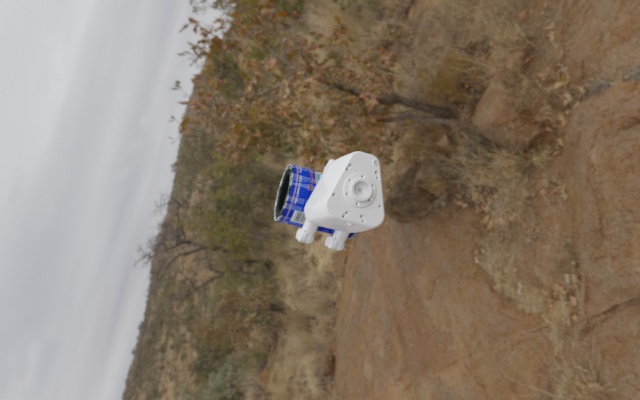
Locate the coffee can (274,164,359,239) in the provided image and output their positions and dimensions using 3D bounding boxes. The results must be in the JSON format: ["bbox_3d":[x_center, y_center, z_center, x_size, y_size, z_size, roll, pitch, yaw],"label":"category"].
[{"bbox_3d":[0.000,0.003,0.833,0.140,0.103,0.103,14,-4,-14],"label":"coffee can"}]
